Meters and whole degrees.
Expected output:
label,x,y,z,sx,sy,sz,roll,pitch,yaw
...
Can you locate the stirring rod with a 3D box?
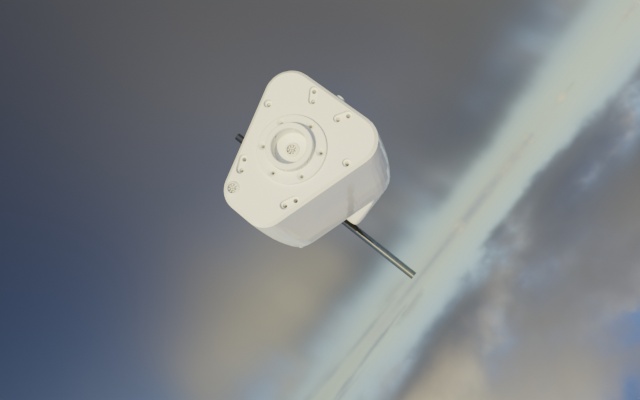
label,x,y,z,sx,sy,sz,roll,pitch,yaw
stirring rod,0.000,0.002,0.497,0.239,0.011,0.011,38,11,15
